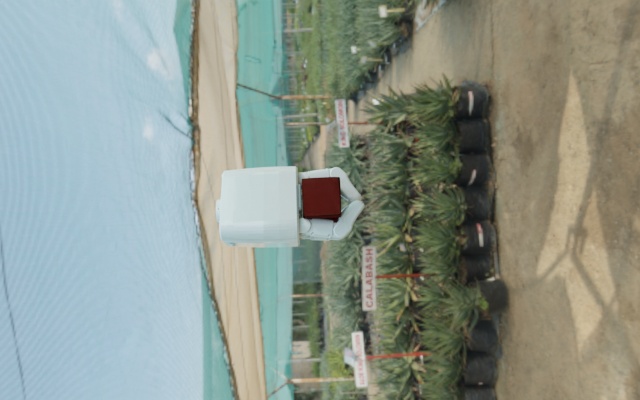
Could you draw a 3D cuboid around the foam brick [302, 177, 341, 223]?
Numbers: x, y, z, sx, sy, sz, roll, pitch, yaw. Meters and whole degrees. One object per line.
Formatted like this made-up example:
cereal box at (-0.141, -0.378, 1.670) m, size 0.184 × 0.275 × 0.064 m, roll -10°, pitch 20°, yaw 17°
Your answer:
foam brick at (0.000, 0.002, 0.659) m, size 0.051 × 0.053 × 0.078 m, roll -2°, pitch -12°, yaw -2°
